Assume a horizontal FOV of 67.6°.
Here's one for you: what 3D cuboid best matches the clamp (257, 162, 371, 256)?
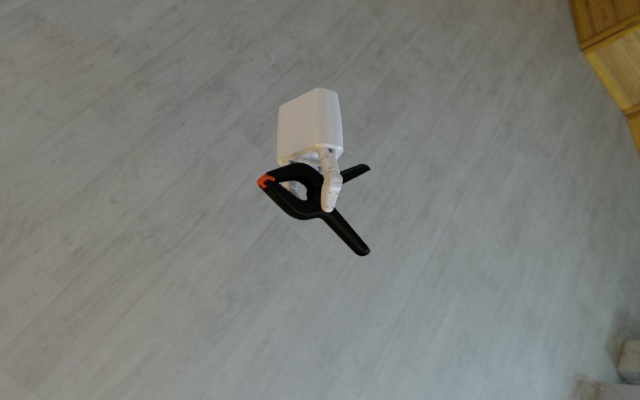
[{"bbox_3d":[0.000,0.002,0.759,0.210,0.164,0.036,9,-24,-31],"label":"clamp"}]
